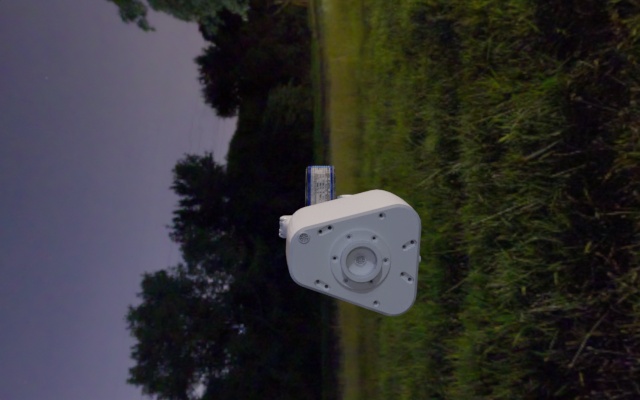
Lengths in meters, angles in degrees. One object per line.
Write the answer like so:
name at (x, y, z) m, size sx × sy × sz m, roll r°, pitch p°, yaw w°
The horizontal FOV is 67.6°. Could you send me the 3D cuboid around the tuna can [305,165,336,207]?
tuna can at (0.000, 0.002, 0.559) m, size 0.034 × 0.086 × 0.086 m, roll 0°, pitch 0°, yaw 0°
